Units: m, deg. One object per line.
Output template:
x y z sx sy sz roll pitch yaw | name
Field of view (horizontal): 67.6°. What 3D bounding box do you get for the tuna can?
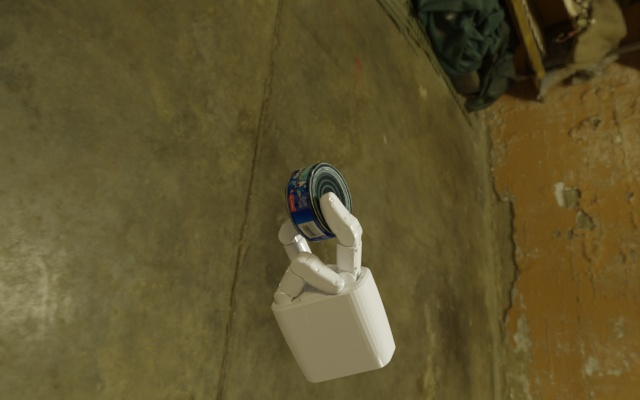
0.001 0.002 0.535 0.034 0.086 0.086 -15 -8 33 | tuna can
